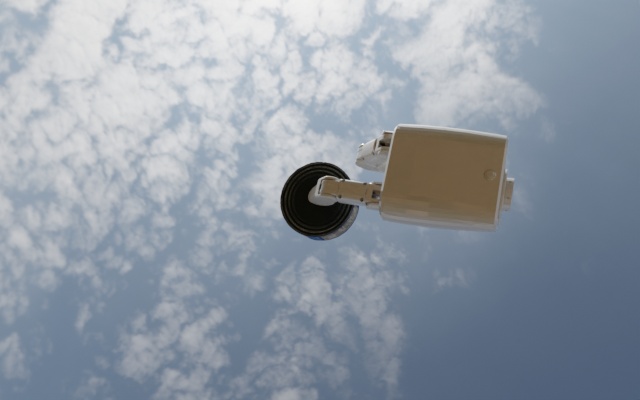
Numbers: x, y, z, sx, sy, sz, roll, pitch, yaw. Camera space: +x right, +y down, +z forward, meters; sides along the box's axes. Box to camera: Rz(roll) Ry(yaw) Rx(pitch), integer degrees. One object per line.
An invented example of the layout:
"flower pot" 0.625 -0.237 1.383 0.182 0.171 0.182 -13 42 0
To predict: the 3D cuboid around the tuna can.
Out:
"tuna can" 0.000 0.002 0.541 0.086 0.086 0.034 0 -14 17
